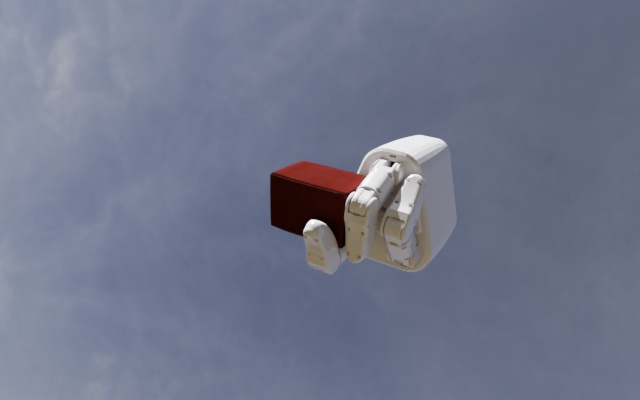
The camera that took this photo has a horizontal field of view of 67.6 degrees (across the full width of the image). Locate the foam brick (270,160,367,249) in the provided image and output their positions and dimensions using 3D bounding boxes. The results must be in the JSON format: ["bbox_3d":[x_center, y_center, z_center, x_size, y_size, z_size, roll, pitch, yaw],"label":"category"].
[{"bbox_3d":[0.000,0.001,0.432,0.078,0.053,0.051,17,27,26],"label":"foam brick"}]
